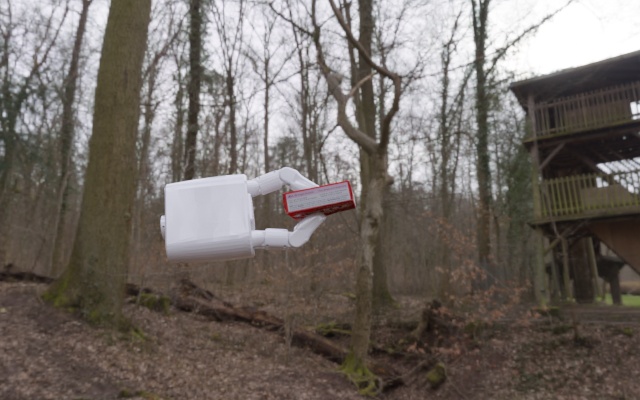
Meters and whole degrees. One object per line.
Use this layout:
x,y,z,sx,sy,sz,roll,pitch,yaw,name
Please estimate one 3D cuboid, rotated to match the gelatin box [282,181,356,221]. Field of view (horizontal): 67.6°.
0.000,0.002,0.633,0.089,0.030,0.073,-12,-10,5,gelatin box
